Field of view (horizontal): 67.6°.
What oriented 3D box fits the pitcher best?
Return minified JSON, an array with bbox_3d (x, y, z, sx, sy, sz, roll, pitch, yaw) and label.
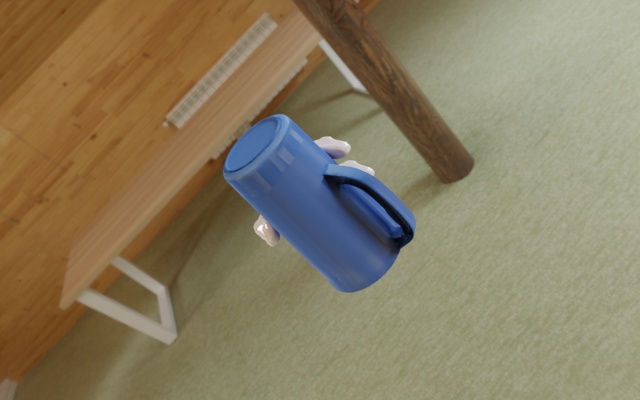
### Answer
[{"bbox_3d":[0.000,0.002,0.626,0.243,0.149,0.145,45,2,-30],"label":"pitcher"}]
